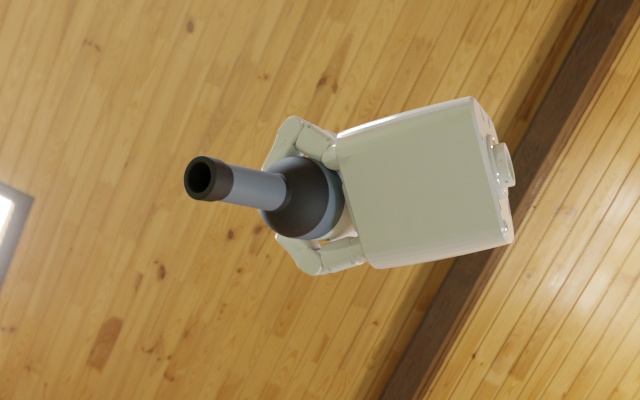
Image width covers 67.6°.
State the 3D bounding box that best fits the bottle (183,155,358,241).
[{"bbox_3d":[0.000,0.001,0.414,0.069,0.069,0.296,0,-6,30],"label":"bottle"}]
